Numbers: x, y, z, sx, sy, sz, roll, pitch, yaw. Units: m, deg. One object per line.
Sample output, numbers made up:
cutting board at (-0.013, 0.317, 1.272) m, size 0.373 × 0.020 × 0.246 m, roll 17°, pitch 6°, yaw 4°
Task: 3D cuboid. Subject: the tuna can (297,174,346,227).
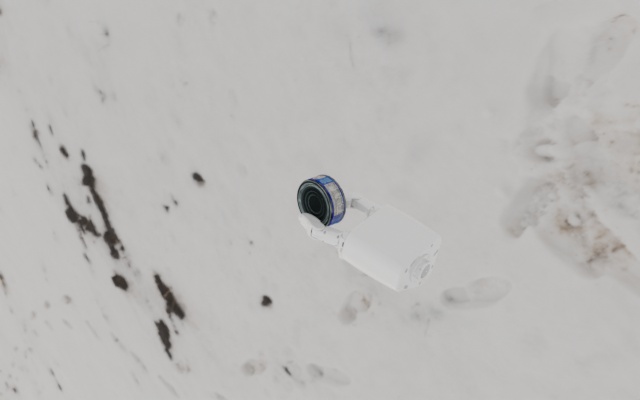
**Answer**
tuna can at (0.000, 0.003, 0.782) m, size 0.033 × 0.086 × 0.086 m, roll -21°, pitch 13°, yaw -39°
